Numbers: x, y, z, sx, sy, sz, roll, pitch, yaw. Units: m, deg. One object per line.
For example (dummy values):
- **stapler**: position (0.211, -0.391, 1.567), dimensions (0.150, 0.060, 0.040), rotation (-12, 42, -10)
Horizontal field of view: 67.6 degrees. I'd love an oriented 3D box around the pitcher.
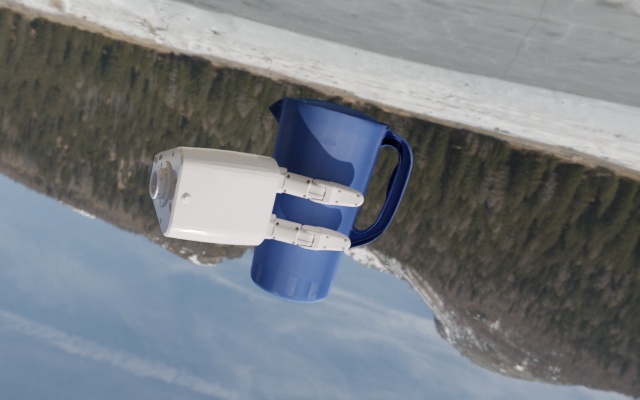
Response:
- **pitcher**: position (0.000, 0.002, 0.596), dimensions (0.145, 0.243, 0.149), rotation (7, 15, -34)
